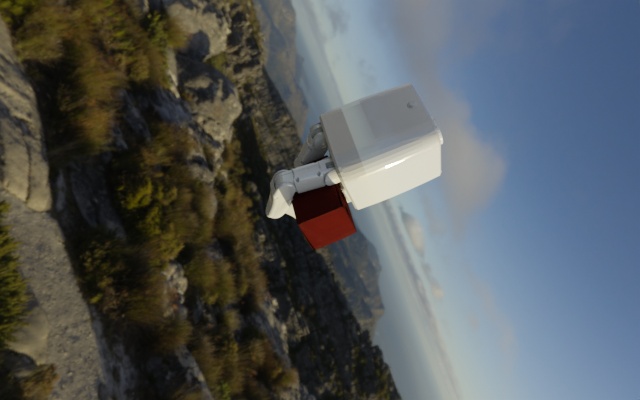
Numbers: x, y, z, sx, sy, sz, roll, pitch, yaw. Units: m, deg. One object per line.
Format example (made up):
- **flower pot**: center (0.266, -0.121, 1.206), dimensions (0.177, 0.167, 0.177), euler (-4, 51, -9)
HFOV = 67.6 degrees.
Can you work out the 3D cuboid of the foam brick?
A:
- **foam brick**: center (0.000, 0.002, 0.513), dimensions (0.051, 0.078, 0.053), euler (-21, -40, 6)
